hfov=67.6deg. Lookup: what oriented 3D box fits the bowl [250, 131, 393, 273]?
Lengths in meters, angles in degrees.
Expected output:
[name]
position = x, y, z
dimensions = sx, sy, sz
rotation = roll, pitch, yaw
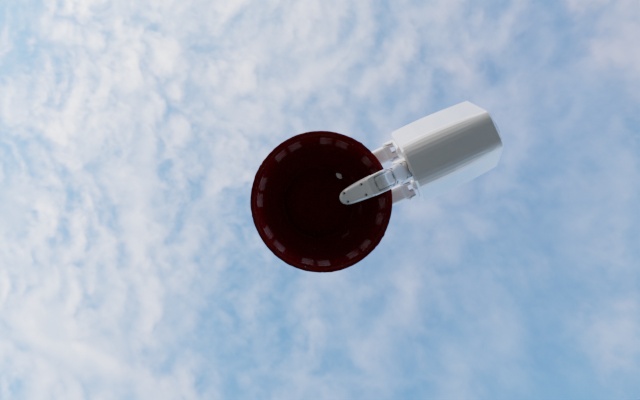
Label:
[bowl]
position = -0.001, 0.002, 0.565
dimensions = 0.162, 0.162, 0.055
rotation = 0, -1, -4
